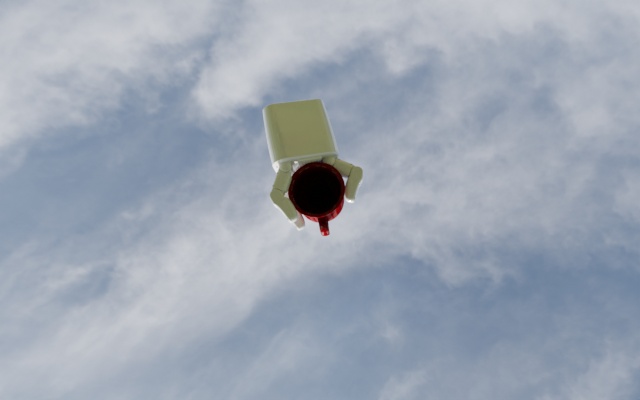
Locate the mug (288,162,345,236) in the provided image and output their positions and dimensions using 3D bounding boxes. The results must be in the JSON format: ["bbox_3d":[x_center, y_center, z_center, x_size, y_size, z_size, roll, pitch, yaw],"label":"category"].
[{"bbox_3d":[0.001,0.004,0.801,0.093,0.117,0.081,-14,-15,3],"label":"mug"}]
